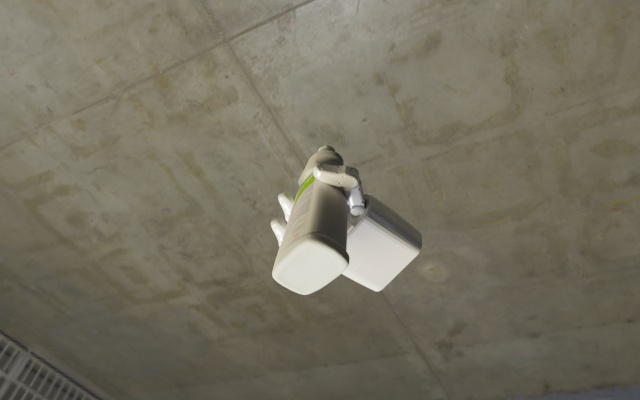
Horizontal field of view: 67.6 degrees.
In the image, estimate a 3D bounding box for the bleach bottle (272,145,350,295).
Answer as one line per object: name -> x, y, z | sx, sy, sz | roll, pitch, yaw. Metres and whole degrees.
bleach bottle -> 0.000, 0.002, 0.658 | 0.068, 0.250, 0.103 | 33, -52, -19
